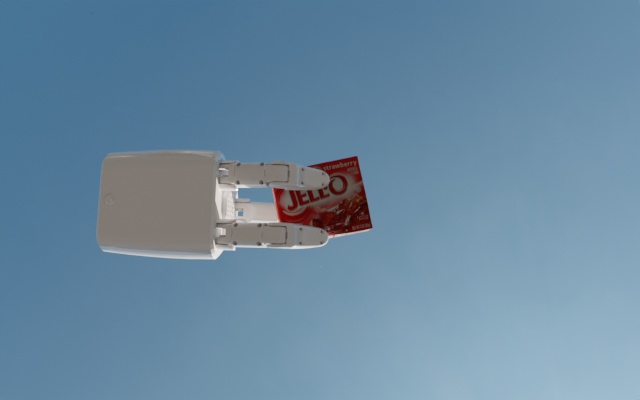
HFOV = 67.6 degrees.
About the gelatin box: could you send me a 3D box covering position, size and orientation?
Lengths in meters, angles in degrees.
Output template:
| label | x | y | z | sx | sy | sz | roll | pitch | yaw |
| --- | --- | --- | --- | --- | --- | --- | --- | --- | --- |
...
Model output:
| label | x | y | z | sx | sy | sz | roll | pitch | yaw |
| --- | --- | --- | --- | --- | --- | --- | --- | --- | --- |
| gelatin box | 0.000 | 0.002 | 0.469 | 0.089 | 0.073 | 0.030 | -11 | -6 | -5 |
